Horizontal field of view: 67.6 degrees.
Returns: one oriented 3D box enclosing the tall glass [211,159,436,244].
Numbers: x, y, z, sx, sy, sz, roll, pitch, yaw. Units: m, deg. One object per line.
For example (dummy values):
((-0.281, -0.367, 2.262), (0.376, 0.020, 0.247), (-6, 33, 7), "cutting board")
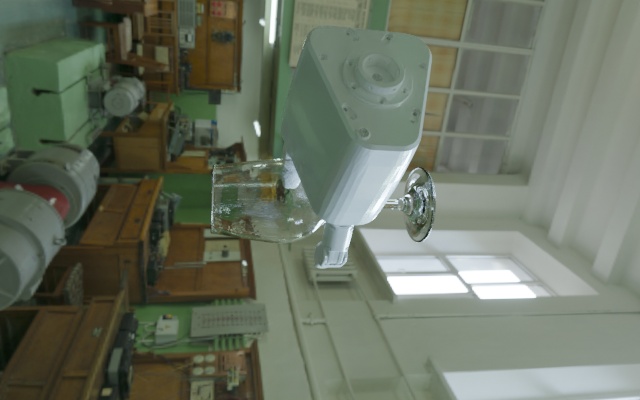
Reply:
((0.001, 0.002, 0.448), (0.201, 0.079, 0.079), (1, 0, -12), "tall glass")
